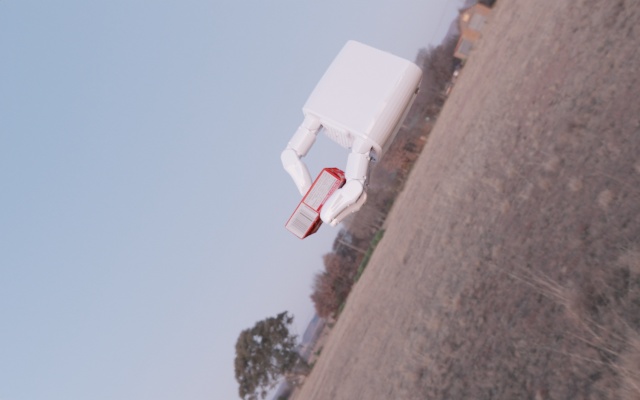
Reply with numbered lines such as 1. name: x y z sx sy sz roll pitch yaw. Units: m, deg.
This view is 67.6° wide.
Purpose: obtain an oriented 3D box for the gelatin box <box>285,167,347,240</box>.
1. gelatin box: 0.000 0.002 0.586 0.030 0.089 0.073 36 10 8
